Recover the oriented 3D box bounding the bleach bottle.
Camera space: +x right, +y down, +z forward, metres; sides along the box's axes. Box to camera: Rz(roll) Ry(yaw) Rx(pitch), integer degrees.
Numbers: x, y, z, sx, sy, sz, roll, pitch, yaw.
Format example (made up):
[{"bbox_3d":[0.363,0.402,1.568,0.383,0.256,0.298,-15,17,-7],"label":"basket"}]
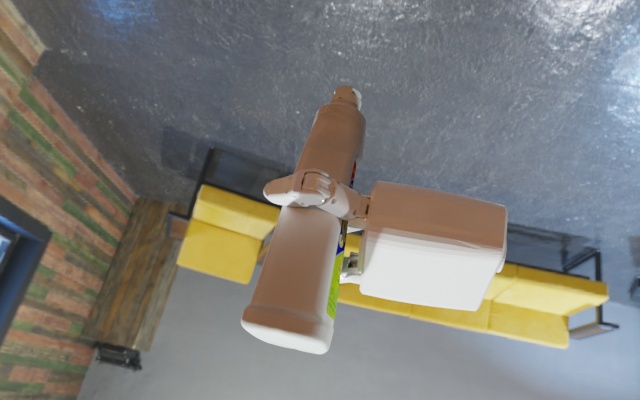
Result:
[{"bbox_3d":[0.000,0.001,0.430,0.068,0.250,0.103,9,-23,9],"label":"bleach bottle"}]
